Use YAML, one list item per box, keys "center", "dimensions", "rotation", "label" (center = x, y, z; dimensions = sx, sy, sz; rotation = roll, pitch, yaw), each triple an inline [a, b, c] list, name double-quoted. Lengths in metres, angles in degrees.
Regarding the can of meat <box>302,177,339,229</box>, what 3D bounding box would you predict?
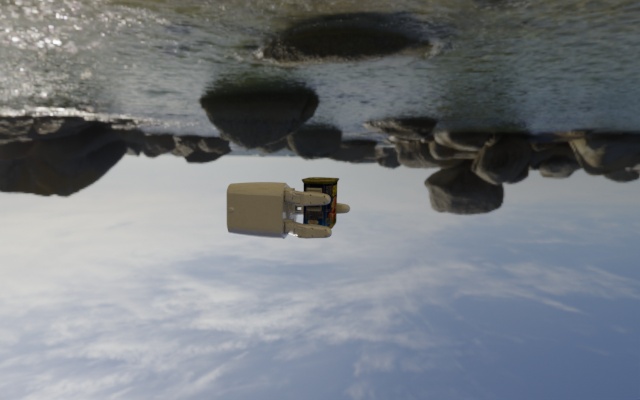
- center: [0.000, 0.003, 0.841]
  dimensions: [0.057, 0.084, 0.102]
  rotation: [2, 5, 8]
  label: "can of meat"
